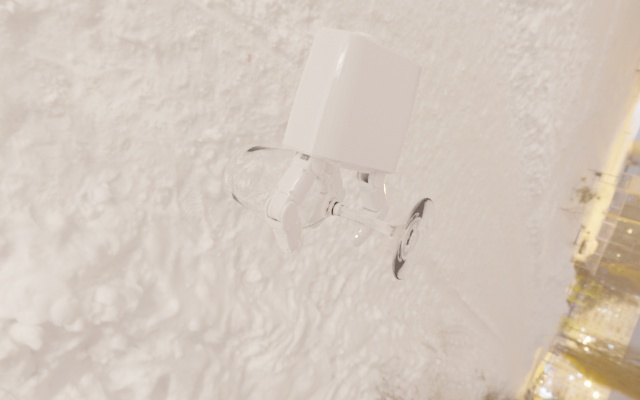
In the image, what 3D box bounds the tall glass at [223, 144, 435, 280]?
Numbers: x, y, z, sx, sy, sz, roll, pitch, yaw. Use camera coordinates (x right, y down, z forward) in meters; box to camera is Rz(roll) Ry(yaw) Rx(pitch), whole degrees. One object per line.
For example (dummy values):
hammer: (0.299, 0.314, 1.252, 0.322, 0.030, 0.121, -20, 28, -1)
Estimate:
tall glass: (0.001, 0.002, 0.454, 0.201, 0.079, 0.079, 21, 11, 30)
